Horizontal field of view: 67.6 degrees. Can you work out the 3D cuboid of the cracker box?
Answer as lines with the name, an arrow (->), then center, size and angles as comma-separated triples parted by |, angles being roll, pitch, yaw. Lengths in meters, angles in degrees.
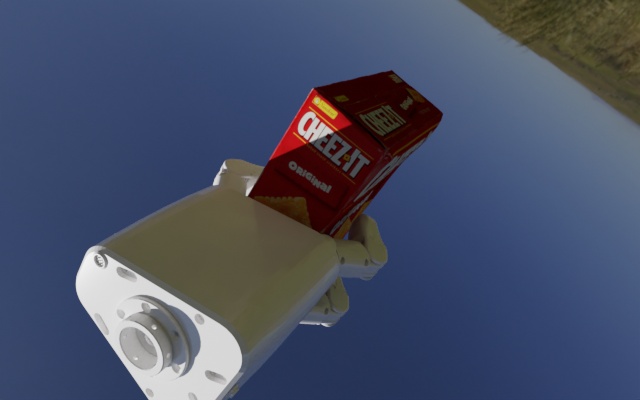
cracker box -> 0.000, 0.001, 0.409 | 0.072, 0.214, 0.164 | 41, 31, 8
